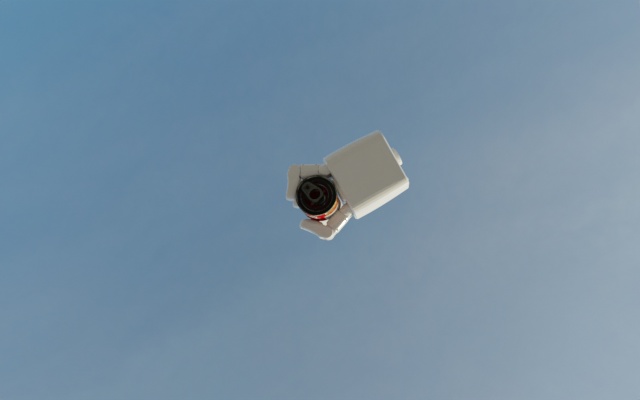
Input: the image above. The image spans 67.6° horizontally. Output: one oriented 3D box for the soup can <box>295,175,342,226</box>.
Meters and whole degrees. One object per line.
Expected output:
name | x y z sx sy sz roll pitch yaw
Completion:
soup can | 0.000 0.003 0.810 0.068 0.068 0.102 0 -13 8
